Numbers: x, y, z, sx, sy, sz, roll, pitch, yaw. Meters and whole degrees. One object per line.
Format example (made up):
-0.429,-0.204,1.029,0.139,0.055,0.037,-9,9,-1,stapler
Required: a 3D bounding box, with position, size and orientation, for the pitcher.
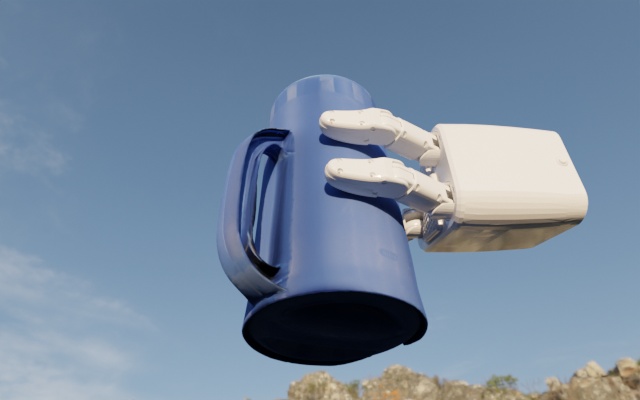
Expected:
0.000,0.001,0.406,0.145,0.242,0.149,0,-38,-3,pitcher
